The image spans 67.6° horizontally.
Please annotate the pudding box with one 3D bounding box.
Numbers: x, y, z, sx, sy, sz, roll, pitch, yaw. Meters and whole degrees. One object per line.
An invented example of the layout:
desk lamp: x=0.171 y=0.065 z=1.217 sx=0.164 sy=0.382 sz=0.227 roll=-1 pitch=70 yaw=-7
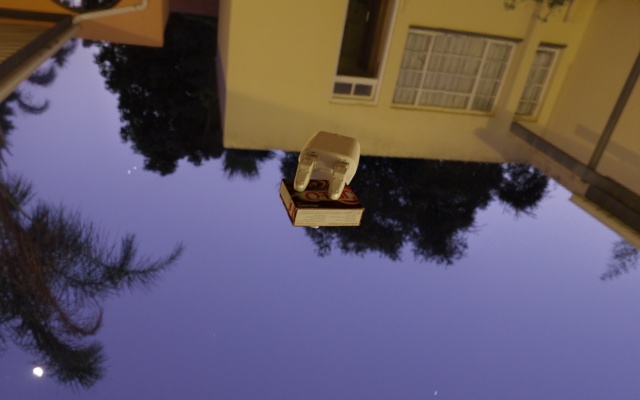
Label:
pudding box: x=0.000 y=0.003 z=0.749 sx=0.113 sy=0.039 sz=0.090 roll=-2 pitch=31 yaw=-20
